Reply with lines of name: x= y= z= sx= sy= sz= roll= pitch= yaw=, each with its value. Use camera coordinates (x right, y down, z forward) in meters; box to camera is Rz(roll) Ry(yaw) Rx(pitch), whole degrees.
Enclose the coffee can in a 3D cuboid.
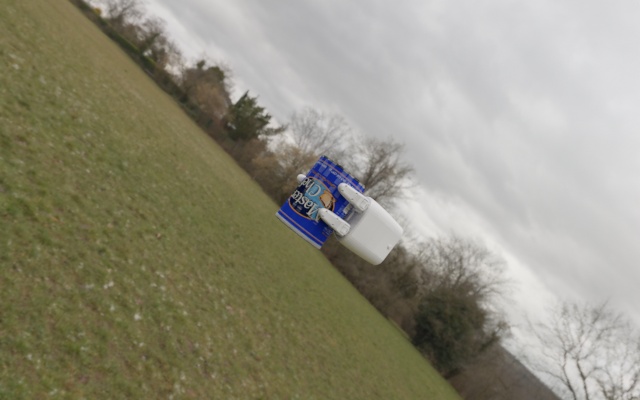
coffee can: x=0.000 y=0.003 z=0.871 sx=0.103 sy=0.140 sz=0.103 roll=38 pitch=-2 yaw=1
